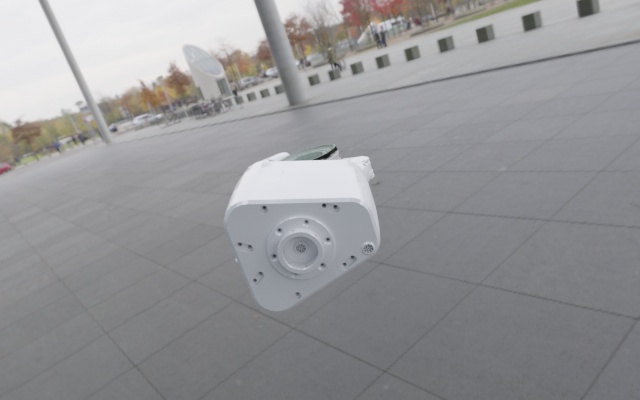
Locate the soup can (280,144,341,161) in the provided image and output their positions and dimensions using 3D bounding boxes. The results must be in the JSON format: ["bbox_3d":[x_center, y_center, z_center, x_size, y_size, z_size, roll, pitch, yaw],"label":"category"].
[{"bbox_3d":[0.000,0.001,0.486,0.068,0.102,0.068,-18,17,5],"label":"soup can"}]
